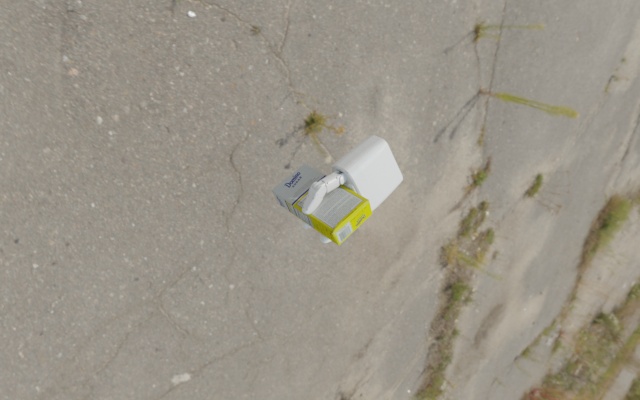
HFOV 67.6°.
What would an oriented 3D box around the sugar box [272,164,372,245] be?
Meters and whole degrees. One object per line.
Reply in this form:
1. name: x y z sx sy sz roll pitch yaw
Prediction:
1. sugar box: 0.000 0.003 0.892 0.093 0.048 0.176 -41 47 -20
